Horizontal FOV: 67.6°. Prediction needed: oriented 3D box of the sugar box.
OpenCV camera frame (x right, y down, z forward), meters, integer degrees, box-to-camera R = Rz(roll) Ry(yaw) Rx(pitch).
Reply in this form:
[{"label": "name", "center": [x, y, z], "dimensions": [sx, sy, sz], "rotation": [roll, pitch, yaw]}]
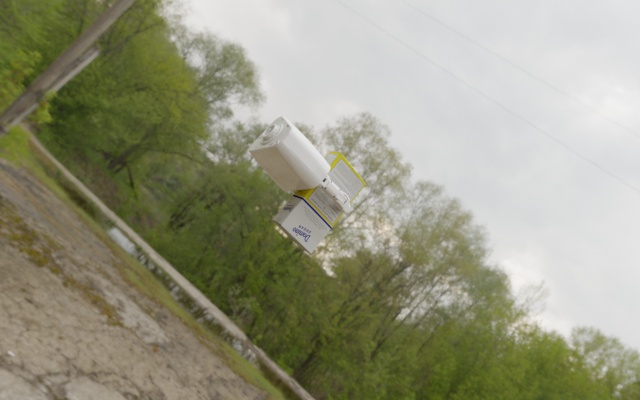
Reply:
[{"label": "sugar box", "center": [0.000, 0.003, 0.900], "dimensions": [0.093, 0.176, 0.048], "rotation": [48, -12, -30]}]
